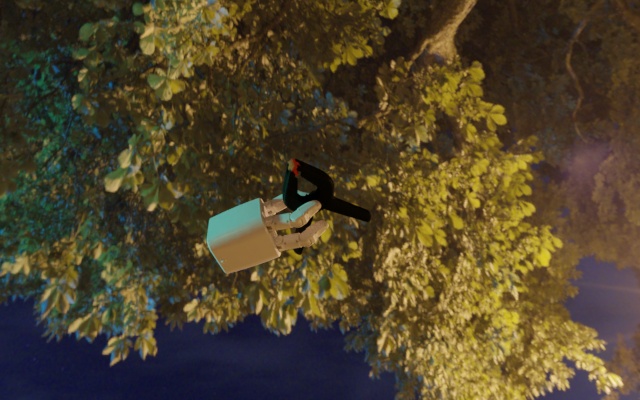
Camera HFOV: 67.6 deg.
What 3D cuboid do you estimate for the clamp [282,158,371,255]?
[{"bbox_3d":[0.000,0.002,0.868,0.164,0.210,0.036,-22,42,-1],"label":"clamp"}]
